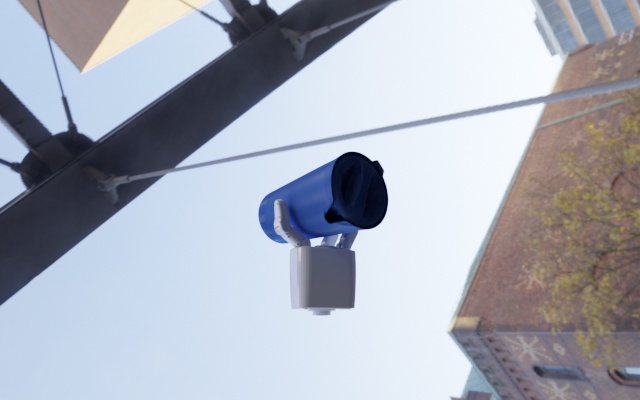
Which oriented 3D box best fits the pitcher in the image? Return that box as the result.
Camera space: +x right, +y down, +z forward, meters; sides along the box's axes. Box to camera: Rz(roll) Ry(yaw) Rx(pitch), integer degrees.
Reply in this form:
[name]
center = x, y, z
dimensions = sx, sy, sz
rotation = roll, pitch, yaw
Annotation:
[pitcher]
center = 0.000, 0.003, 0.873
dimensions = 0.149, 0.145, 0.243
rotation = 13, -21, -38
